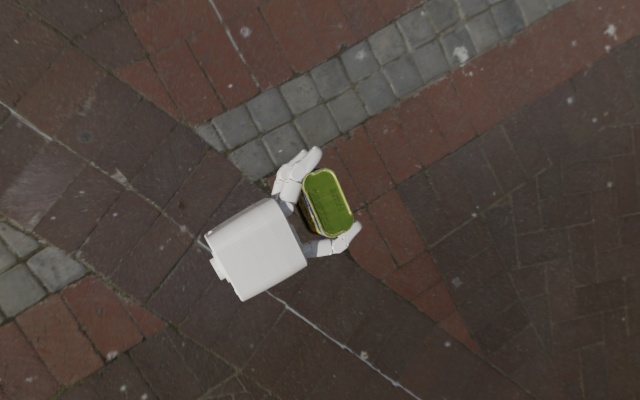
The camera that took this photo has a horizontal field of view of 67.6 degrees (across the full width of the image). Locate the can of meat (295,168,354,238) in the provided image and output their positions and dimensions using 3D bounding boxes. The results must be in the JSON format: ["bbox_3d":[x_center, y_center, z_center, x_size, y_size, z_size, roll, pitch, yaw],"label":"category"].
[{"bbox_3d":[0.000,0.002,0.693,0.057,0.102,0.084,-26,8,-14],"label":"can of meat"}]
